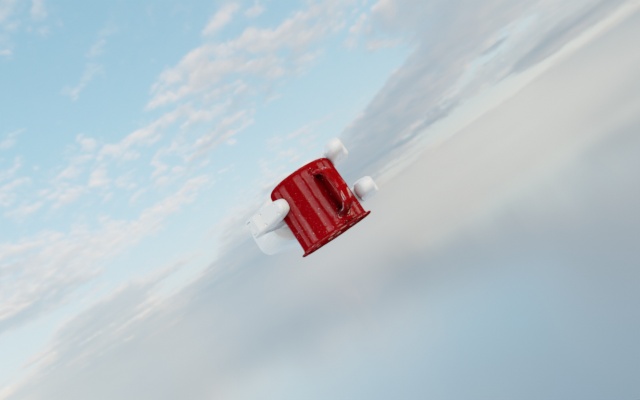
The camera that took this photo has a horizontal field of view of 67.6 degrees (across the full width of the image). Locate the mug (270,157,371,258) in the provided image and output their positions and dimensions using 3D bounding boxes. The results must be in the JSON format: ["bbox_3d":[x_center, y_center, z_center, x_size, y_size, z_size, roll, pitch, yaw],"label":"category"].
[{"bbox_3d":[0.000,0.001,0.530,0.093,0.081,0.117,-31,-8,-24],"label":"mug"}]
